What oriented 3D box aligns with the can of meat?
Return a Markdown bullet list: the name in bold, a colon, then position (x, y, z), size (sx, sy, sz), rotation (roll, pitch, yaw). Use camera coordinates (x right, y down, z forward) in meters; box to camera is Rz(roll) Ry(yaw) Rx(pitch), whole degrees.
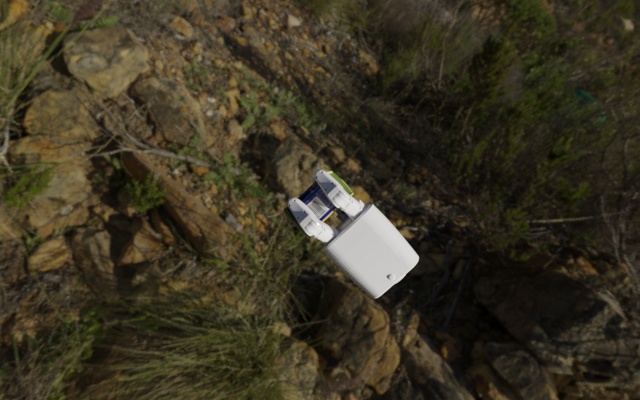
- **can of meat**: position (0.000, 0.002, 0.719), size (0.084, 0.057, 0.102), rotation (-43, -2, 11)
